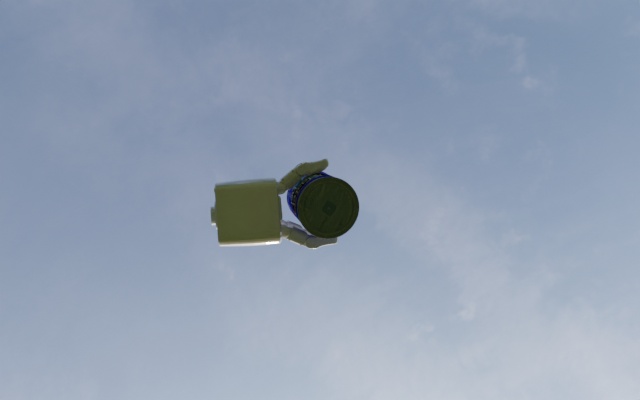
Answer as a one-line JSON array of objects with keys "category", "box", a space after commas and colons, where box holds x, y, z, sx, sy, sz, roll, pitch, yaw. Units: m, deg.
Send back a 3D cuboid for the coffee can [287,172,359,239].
[{"category": "coffee can", "box": [0.000, 0.003, 0.841, 0.103, 0.103, 0.140, 0, 8, -12]}]
